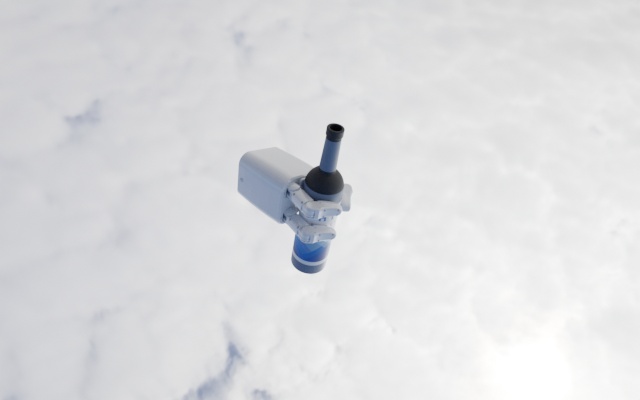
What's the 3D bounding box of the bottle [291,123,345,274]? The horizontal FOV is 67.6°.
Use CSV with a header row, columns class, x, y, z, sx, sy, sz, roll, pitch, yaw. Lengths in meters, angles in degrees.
class,x,y,z,sx,sy,sz,roll,pitch,yaw
bottle,0.000,0.003,0.802,0.069,0.296,0.069,7,40,-6
